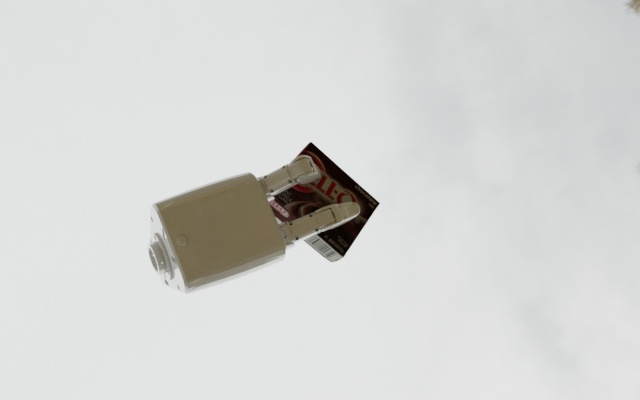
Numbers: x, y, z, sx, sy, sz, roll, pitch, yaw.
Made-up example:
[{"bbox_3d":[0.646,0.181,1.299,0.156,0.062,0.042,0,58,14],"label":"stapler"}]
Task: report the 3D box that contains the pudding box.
[{"bbox_3d":[0.000,0.002,0.547,0.113,0.090,0.039,42,-32,-7],"label":"pudding box"}]
